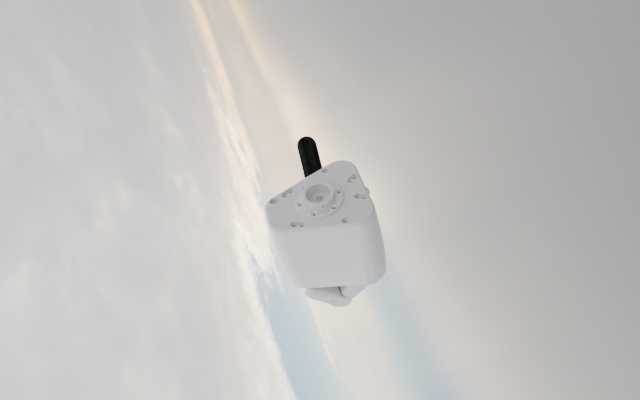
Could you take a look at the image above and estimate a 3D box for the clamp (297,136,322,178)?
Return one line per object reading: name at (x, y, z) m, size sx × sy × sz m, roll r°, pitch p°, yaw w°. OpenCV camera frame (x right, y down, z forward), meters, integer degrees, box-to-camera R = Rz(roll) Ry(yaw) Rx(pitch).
clamp at (0.000, 0.002, 0.623) m, size 0.039 × 0.171 × 0.120 m, roll -19°, pitch -41°, yaw -6°
